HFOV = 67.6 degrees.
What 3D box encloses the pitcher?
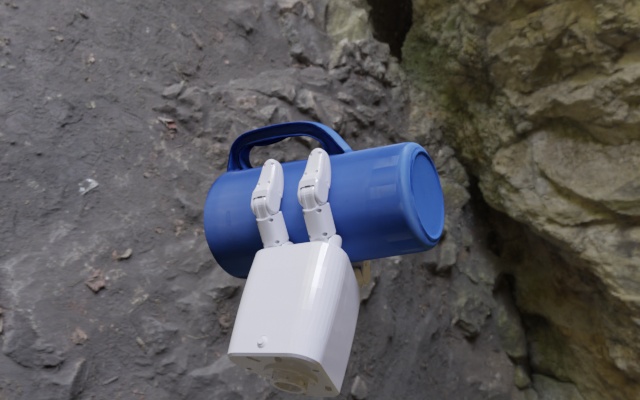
[{"bbox_3d":[0.000,0.002,0.521,0.243,0.145,0.149,-10,-43,31],"label":"pitcher"}]
